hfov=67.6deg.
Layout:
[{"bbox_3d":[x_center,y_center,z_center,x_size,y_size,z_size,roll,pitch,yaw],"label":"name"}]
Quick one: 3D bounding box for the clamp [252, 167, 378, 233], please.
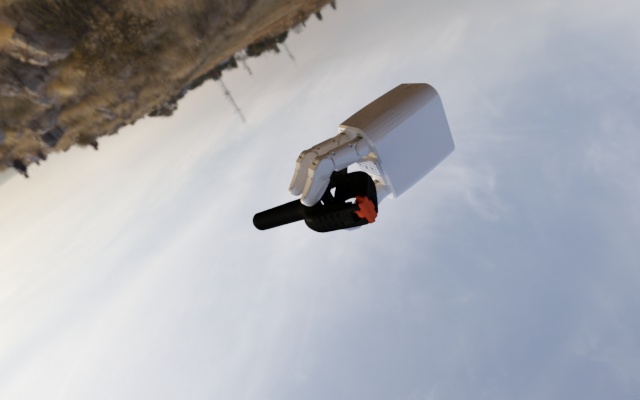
[{"bbox_3d":[0.001,0.003,0.587,0.164,0.036,0.210,-38,21,-7],"label":"clamp"}]
